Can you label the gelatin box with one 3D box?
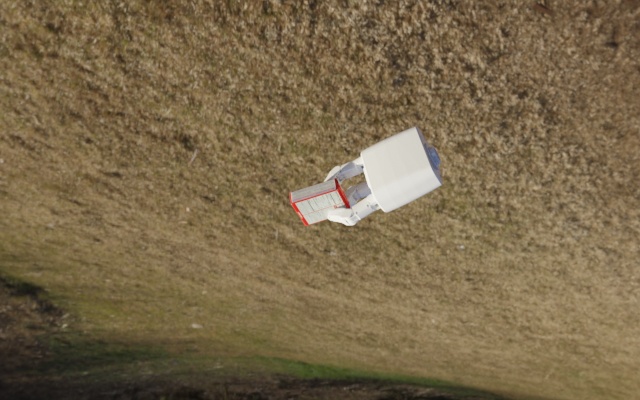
[{"bbox_3d":[0.000,0.003,0.837,0.089,0.030,0.073,-18,-39,11],"label":"gelatin box"}]
